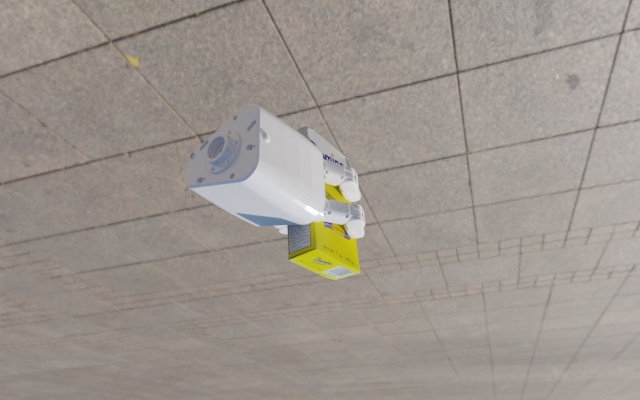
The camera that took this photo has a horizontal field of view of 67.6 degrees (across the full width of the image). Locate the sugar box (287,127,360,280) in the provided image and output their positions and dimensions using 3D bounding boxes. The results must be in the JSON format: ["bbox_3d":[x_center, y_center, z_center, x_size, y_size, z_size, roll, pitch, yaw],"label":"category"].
[{"bbox_3d":[0.000,0.002,0.592,0.048,0.176,0.093,-22,-35,29],"label":"sugar box"}]
